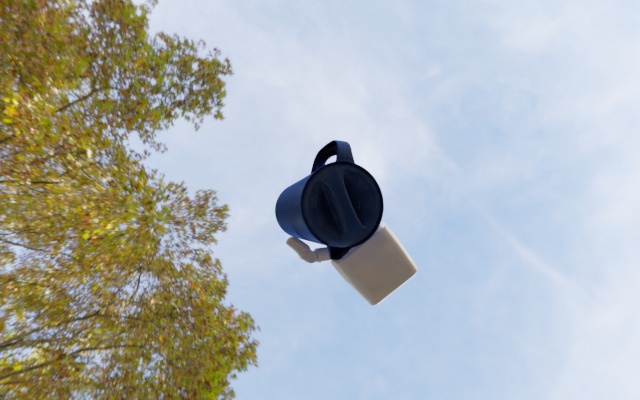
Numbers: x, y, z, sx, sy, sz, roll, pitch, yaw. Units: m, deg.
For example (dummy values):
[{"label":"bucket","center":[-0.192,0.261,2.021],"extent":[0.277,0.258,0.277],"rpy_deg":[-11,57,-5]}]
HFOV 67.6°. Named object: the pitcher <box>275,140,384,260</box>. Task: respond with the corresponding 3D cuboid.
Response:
[{"label":"pitcher","center":[0.000,0.003,0.823],"extent":[0.149,0.145,0.243],"rpy_deg":[-43,10,-16]}]
